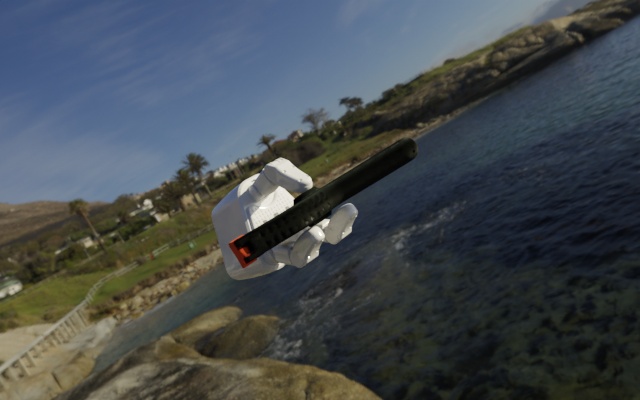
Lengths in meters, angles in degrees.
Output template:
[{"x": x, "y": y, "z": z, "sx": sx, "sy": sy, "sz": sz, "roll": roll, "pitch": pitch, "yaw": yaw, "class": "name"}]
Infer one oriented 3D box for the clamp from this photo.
[{"x": -0.001, "y": 0.001, "z": 0.504, "sx": 0.210, "sy": 0.036, "sz": 0.164, "roll": -33, "pitch": 1, "yaw": -36, "class": "clamp"}]
